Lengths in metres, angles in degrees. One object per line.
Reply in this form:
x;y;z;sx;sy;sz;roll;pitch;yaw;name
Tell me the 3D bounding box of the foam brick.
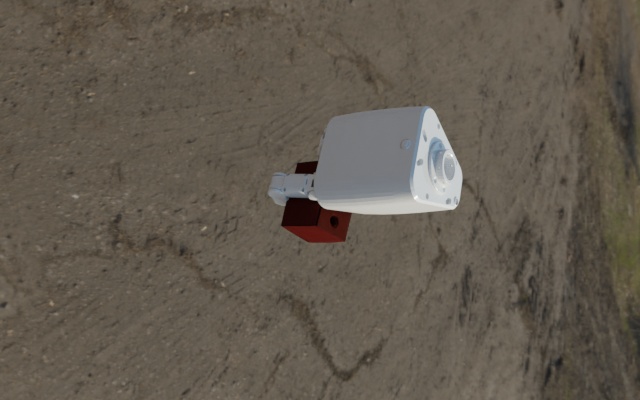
0.000;0.002;0.517;0.051;0.078;0.053;-1;-23;38;foam brick
